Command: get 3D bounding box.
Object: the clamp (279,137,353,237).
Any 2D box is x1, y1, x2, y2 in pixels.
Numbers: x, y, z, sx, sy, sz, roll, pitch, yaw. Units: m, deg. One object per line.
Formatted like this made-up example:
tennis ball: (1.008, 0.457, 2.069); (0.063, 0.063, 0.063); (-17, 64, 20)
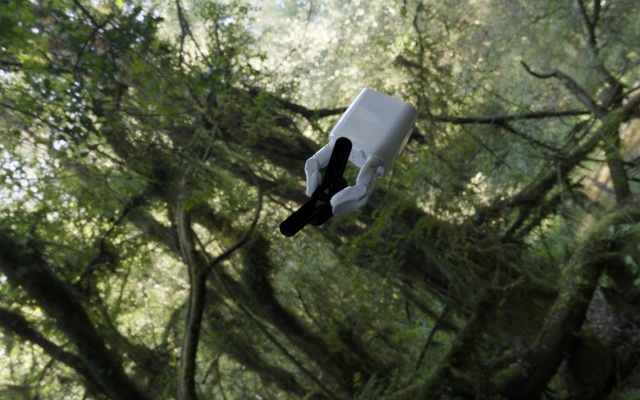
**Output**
clamp: (0.000, 0.002, 0.757); (0.036, 0.164, 0.210); (34, -10, 12)
